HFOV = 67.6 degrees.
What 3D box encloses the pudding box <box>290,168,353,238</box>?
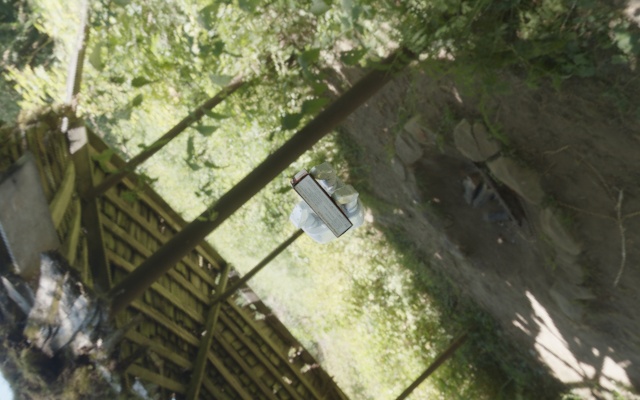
[{"bbox_3d":[0.000,0.003,0.777,0.039,0.113,0.090,-43,10,0],"label":"pudding box"}]
